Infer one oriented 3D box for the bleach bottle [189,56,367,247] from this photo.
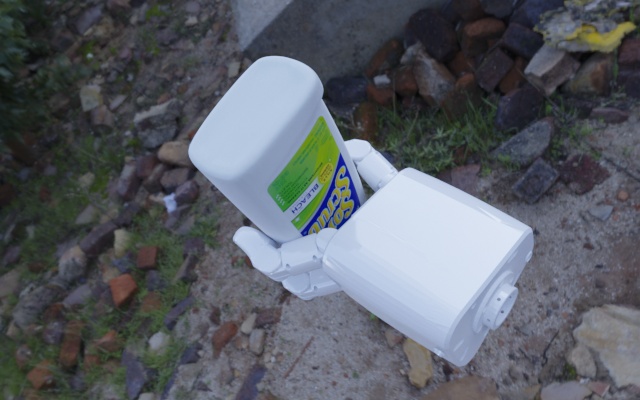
[{"bbox_3d":[0.000,0.001,0.411,0.068,0.102,0.251,30,-12,35],"label":"bleach bottle"}]
